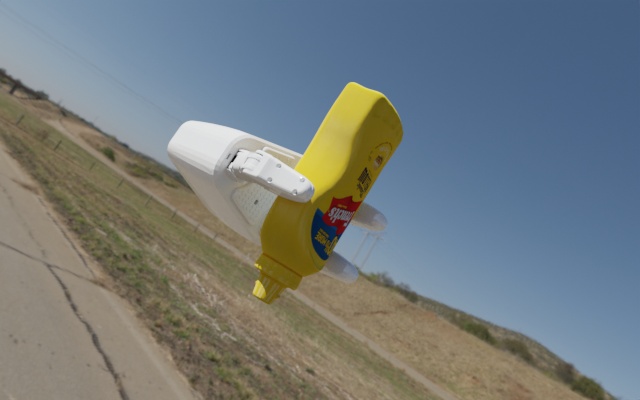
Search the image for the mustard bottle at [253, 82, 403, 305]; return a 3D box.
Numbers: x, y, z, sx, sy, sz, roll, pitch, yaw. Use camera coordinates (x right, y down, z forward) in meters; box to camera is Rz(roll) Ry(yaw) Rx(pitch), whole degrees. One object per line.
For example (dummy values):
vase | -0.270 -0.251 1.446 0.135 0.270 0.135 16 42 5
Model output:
mustard bottle | 0.000 0.001 0.409 0.058 0.191 0.096 28 -10 22
